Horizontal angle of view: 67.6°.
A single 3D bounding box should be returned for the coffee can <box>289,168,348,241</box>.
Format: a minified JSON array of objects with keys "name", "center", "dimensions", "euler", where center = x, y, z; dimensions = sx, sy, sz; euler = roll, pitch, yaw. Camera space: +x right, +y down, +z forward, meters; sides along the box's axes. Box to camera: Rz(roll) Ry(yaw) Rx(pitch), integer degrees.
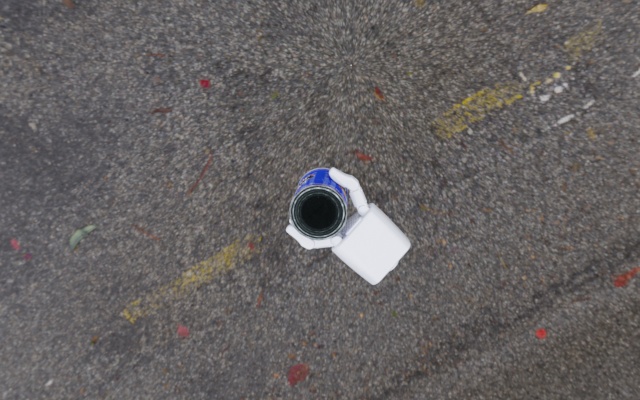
[{"name":"coffee can","center":[0.000,0.003,0.896],"dimensions":[0.103,0.103,0.140],"euler":[0,16,3]}]
